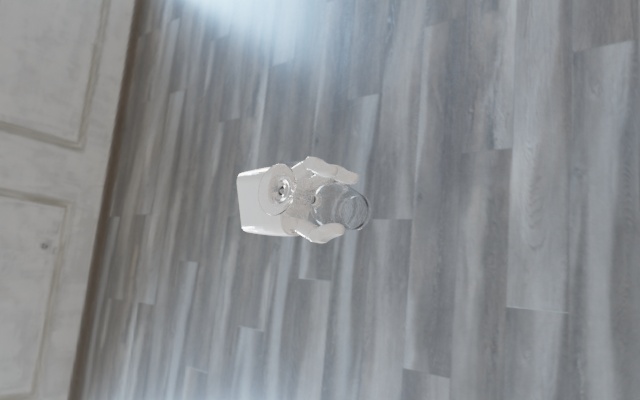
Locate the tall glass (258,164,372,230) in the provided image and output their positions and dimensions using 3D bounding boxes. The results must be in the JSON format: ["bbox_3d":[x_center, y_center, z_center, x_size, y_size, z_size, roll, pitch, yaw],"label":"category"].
[{"bbox_3d":[0.000,0.002,0.744,0.079,0.079,0.201,0,-10,40],"label":"tall glass"}]
